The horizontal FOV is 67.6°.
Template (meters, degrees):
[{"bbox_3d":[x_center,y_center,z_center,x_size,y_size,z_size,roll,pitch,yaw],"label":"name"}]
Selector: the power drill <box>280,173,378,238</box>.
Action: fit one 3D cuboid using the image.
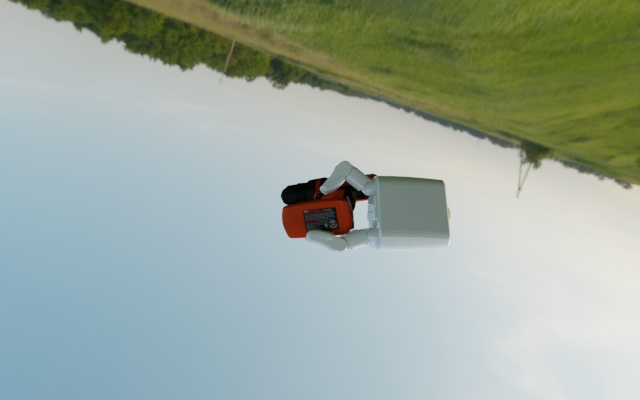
[{"bbox_3d":[0.000,0.003,0.785,0.184,0.057,0.187,-8,16,17],"label":"power drill"}]
